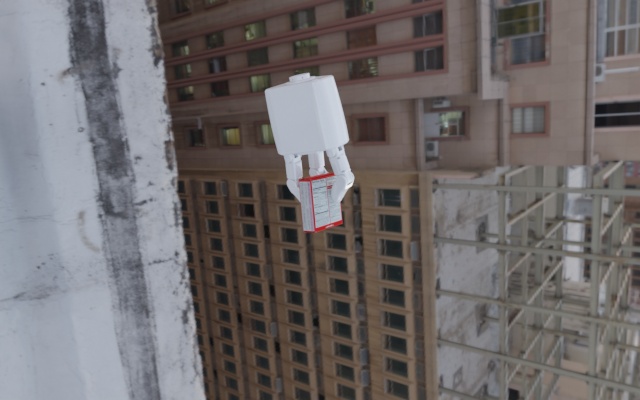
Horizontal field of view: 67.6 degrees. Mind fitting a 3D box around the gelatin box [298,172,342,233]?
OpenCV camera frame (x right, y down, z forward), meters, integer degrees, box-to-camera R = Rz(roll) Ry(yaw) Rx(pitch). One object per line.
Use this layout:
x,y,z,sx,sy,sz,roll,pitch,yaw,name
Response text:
0.001,0.003,0.785,0.030,0.089,0.073,0,10,39,gelatin box
